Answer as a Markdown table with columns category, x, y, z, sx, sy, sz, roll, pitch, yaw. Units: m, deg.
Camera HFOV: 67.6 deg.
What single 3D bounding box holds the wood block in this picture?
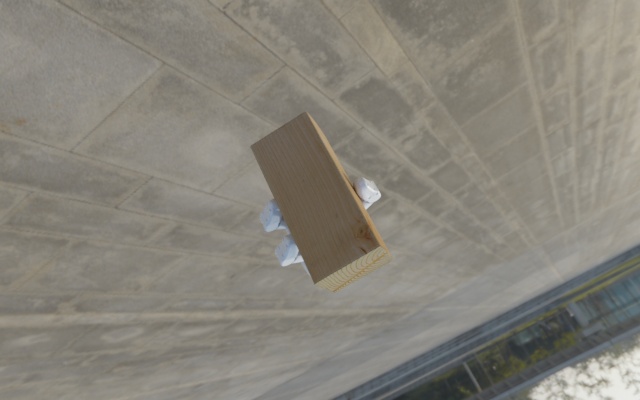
| category | x | y | z | sx | sy | sz | roll | pitch | yaw |
| --- | --- | --- | --- | --- | --- | --- | --- | --- | --- |
| wood block | 0.001 | 0.002 | 0.618 | 0.091 | 0.206 | 0.090 | -31 | -24 | 7 |
